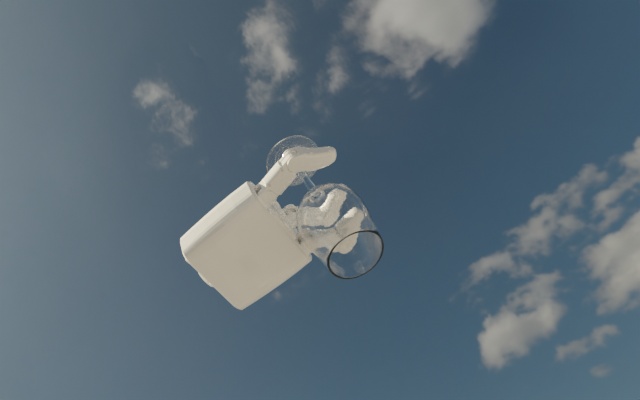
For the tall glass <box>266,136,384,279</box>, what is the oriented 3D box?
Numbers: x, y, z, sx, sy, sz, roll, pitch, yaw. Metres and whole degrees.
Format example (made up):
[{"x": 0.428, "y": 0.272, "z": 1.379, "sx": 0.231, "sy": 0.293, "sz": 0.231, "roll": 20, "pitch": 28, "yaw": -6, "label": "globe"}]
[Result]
[{"x": 0.000, "y": 0.001, "z": 0.548, "sx": 0.079, "sy": 0.079, "sz": 0.201, "roll": 0, "pitch": 32, "yaw": -25, "label": "tall glass"}]
